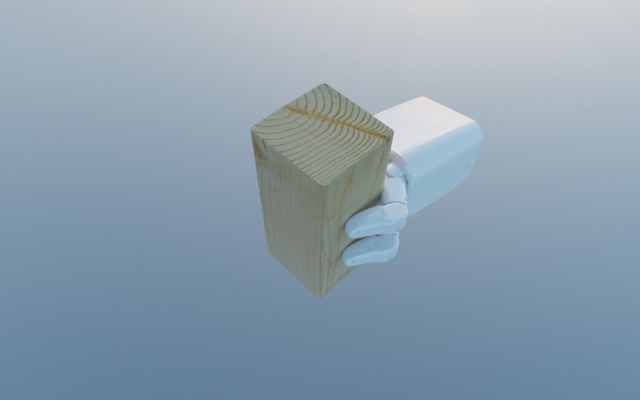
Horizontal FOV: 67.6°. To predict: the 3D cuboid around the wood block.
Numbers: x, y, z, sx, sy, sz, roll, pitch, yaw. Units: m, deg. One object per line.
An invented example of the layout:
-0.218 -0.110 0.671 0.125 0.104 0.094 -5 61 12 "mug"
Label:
0.000 0.001 0.484 0.090 0.206 0.090 -38 63 -25 "wood block"
